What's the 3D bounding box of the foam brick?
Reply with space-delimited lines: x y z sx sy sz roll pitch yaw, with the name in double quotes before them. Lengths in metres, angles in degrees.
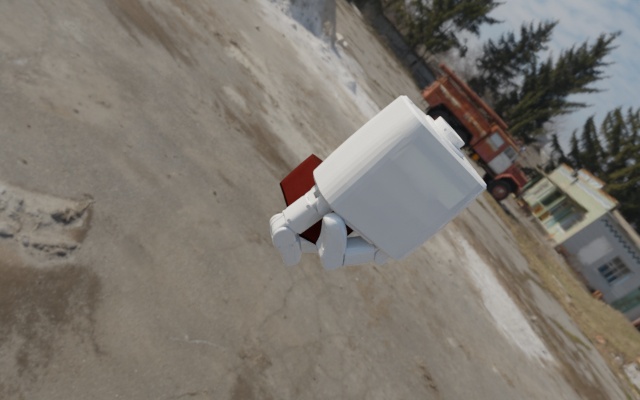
"foam brick" 0.000 0.001 0.486 0.051 0.078 0.053 -42 -49 20
